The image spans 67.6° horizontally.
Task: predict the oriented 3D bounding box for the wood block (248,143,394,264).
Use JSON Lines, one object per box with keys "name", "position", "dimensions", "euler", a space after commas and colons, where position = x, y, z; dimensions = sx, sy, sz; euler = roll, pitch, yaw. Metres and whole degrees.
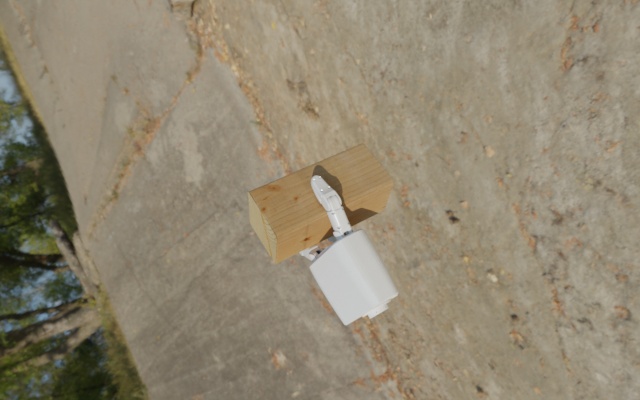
{"name": "wood block", "position": [0.000, 0.003, 0.749], "dimensions": [0.206, 0.090, 0.091], "euler": [-25, -27, -21]}
